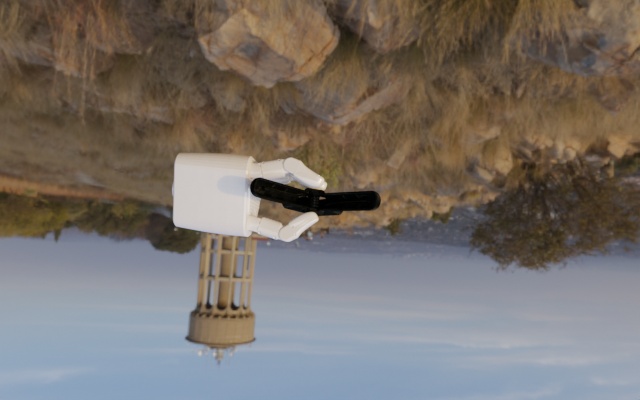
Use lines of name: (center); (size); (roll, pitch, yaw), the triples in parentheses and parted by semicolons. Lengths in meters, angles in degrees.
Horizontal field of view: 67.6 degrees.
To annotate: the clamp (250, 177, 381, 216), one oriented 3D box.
clamp: (0.000, 0.003, 0.684); (0.164, 0.036, 0.210); (7, -6, 5)
